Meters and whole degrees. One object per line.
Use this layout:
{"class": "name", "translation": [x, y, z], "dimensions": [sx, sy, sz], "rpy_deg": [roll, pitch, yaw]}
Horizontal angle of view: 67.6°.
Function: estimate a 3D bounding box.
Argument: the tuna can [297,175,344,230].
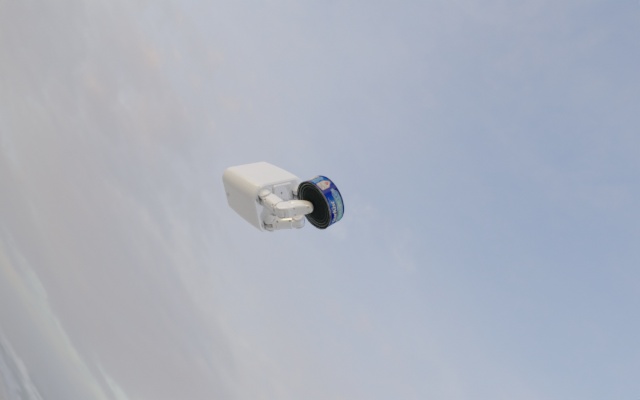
{"class": "tuna can", "translation": [0.001, 0.002, 0.788], "dimensions": [0.033, 0.086, 0.086], "rpy_deg": [-27, 14, -31]}
